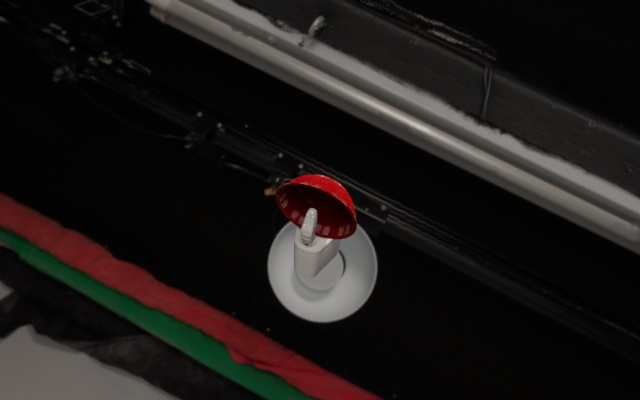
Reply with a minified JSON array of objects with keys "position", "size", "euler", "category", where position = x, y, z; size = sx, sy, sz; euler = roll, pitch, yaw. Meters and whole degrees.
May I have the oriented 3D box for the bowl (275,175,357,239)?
[{"position":[0.001,0.002,0.881],"size":[0.162,0.055,0.162],"euler":[19,-32,13],"category":"bowl"}]
